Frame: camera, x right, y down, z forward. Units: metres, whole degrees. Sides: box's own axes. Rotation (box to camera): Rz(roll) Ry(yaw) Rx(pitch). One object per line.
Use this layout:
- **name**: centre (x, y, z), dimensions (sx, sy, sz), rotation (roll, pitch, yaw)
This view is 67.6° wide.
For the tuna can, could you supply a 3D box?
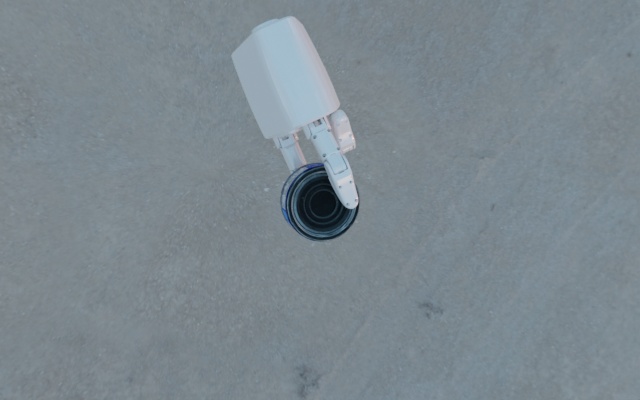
- **tuna can**: centre (0.000, 0.002, 0.532), dimensions (0.086, 0.086, 0.033), rotation (0, 9, -15)
